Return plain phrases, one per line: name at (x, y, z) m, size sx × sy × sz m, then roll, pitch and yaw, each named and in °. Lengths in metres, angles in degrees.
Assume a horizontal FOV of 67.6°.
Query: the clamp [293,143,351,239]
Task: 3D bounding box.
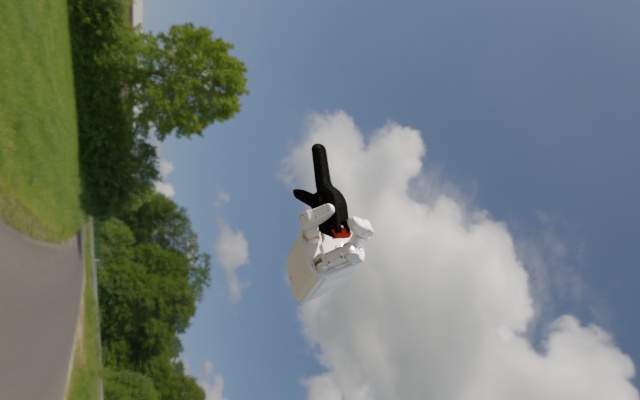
clamp at (0.001, 0.003, 0.806) m, size 0.039 × 0.171 × 0.120 m, roll -3°, pitch -35°, yaw -24°
